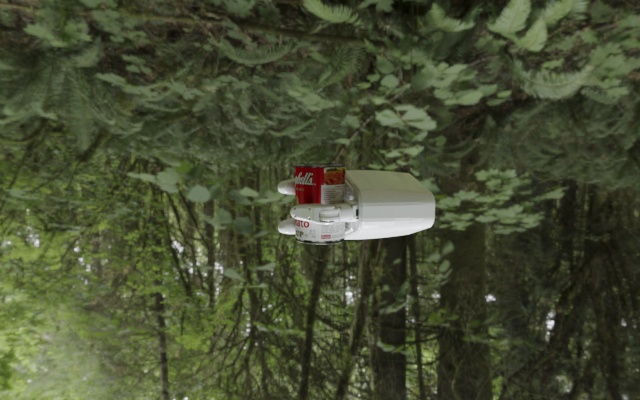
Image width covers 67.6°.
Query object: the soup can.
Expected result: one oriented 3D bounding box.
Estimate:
[{"bbox_3d":[0.000,0.002,0.633,0.068,0.102,0.068,1,6,0],"label":"soup can"}]
